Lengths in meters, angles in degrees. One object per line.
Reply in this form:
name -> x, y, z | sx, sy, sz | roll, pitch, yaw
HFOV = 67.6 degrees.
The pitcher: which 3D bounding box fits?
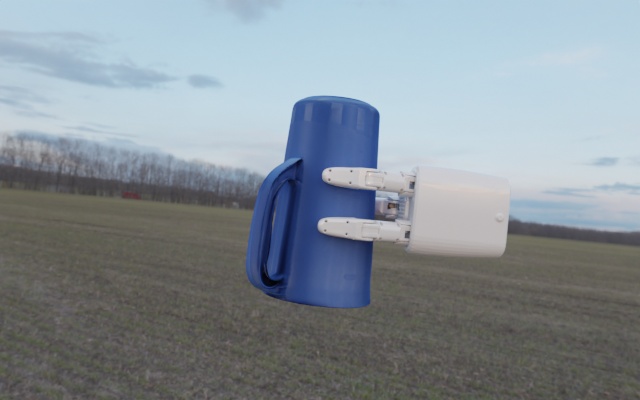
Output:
pitcher -> 0.000, 0.002, 0.575 | 0.145, 0.243, 0.149 | 6, -1, 1
